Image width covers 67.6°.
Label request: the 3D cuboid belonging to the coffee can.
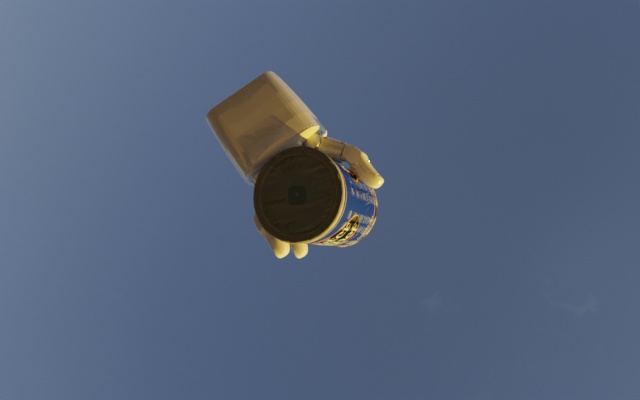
[{"bbox_3d":[0.000,0.002,0.559,0.103,0.103,0.140,0,-7,21],"label":"coffee can"}]
